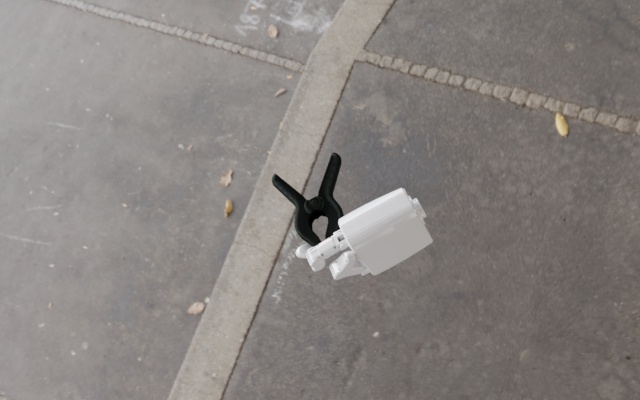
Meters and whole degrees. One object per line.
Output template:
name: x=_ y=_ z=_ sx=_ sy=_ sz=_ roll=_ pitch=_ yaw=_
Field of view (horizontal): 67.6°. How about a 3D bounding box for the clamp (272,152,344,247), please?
clamp: x=0.000 y=0.002 z=0.758 sx=0.120 sy=0.171 sz=0.039 roll=-29 pitch=-26 yaw=9
